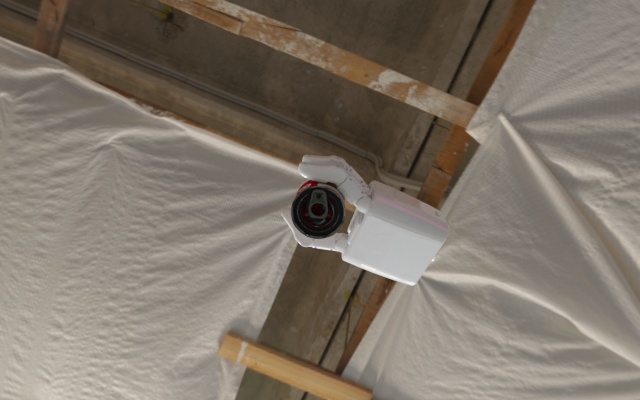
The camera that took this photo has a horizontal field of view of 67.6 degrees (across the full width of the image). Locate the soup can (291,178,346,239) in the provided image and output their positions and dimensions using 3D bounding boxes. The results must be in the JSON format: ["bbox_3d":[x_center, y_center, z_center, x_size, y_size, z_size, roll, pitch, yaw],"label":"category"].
[{"bbox_3d":[0.000,0.002,0.634,0.068,0.068,0.102,0,16,4],"label":"soup can"}]
